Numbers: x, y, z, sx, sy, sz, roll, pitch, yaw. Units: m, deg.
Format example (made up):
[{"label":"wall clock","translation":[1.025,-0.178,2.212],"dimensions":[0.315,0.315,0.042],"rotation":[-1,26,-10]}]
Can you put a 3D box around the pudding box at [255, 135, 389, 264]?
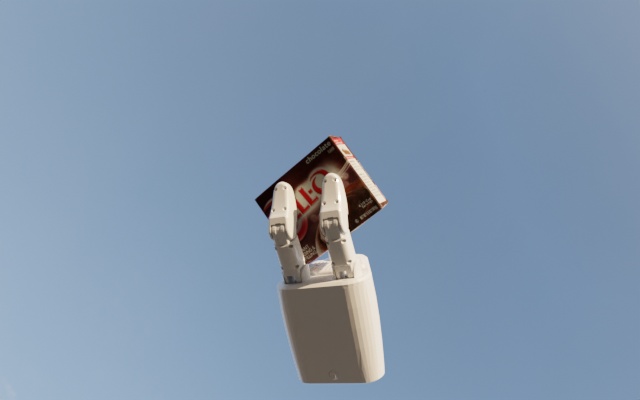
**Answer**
[{"label":"pudding box","translation":[0.000,0.002,0.496],"dimensions":[0.113,0.090,0.039],"rotation":[-38,-7,19]}]
